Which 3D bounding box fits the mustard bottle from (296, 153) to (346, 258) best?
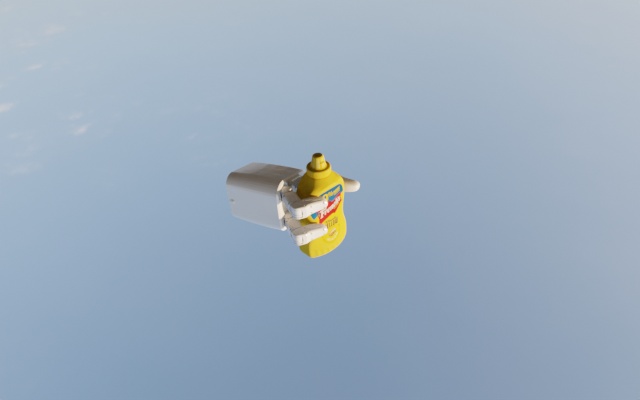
[{"bbox_3d":[0.000,0.003,0.826,0.096,0.192,0.058,-31,44,-31],"label":"mustard bottle"}]
